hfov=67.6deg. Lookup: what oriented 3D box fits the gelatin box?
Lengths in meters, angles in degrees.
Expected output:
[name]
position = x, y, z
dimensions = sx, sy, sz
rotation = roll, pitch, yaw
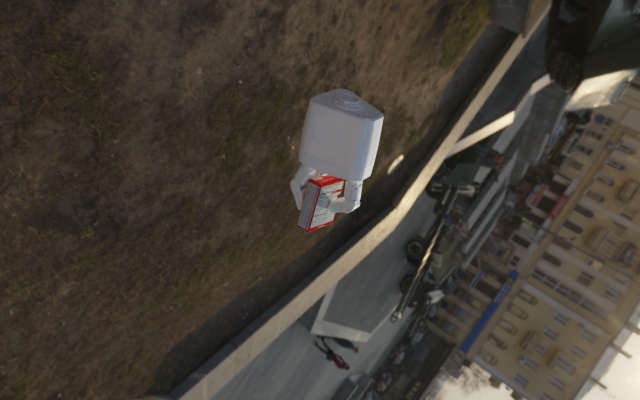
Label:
[gelatin box]
position = 0.000, 0.003, 0.813
dimensions = 0.030, 0.089, 0.073
rotation = 27, 24, 28
